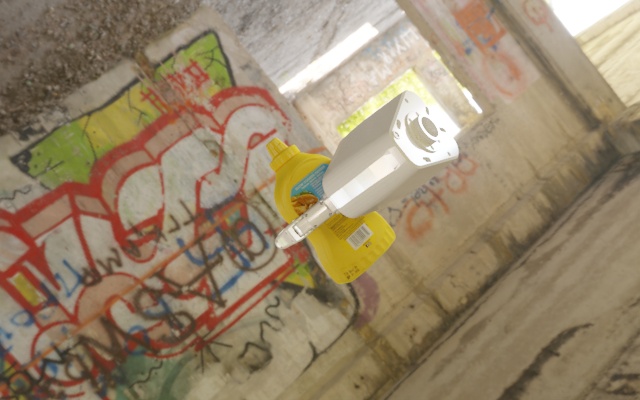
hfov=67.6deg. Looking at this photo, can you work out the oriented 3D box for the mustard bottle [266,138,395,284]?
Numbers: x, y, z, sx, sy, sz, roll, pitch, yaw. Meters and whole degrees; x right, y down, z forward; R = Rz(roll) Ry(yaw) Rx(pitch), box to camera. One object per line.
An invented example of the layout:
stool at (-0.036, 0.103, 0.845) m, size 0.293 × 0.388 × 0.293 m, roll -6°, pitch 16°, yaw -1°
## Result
mustard bottle at (0.000, 0.002, 0.586) m, size 0.096 × 0.191 × 0.058 m, roll -40°, pitch 2°, yaw -23°
